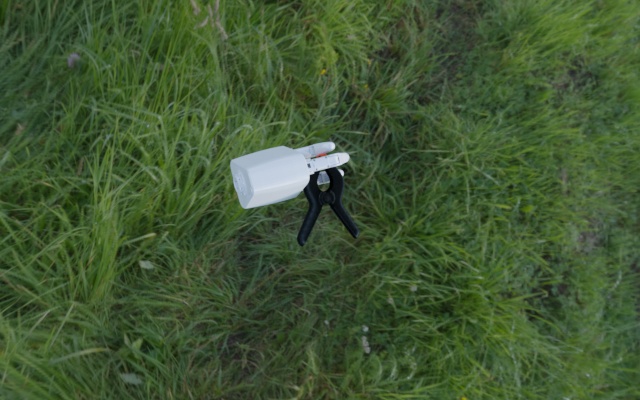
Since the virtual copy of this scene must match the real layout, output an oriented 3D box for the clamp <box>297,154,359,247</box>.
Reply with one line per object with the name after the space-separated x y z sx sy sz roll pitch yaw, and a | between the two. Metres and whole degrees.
0.000 0.003 0.880 0.120 0.171 0.039 -16 5 -23 | clamp
